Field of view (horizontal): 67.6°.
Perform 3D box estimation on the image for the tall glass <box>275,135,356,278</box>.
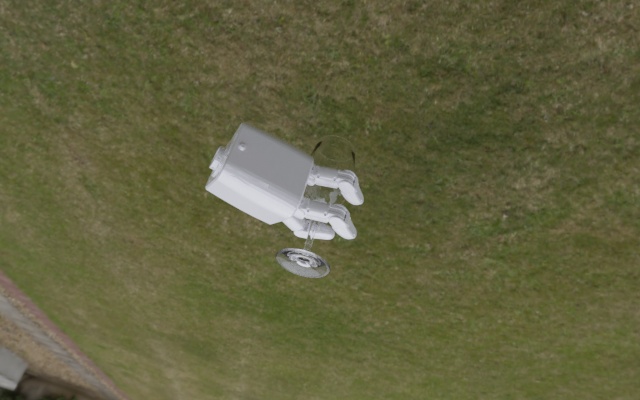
[{"bbox_3d":[0.000,0.003,0.674,0.079,0.201,0.079,12,-33,8],"label":"tall glass"}]
